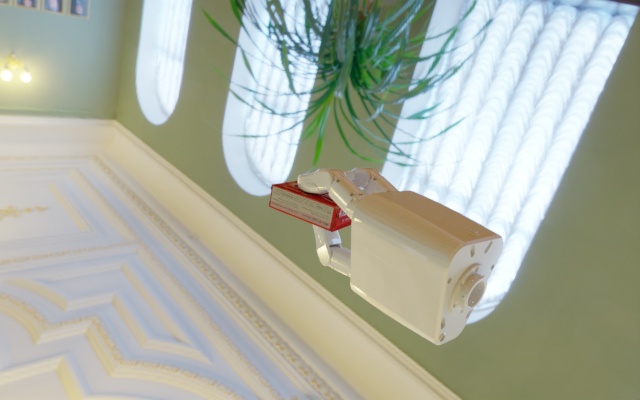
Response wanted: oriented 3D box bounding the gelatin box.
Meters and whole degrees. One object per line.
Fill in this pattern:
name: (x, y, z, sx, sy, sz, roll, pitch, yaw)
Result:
gelatin box: (0.000, 0.002, 0.529, 0.089, 0.030, 0.073, 19, 18, 31)
